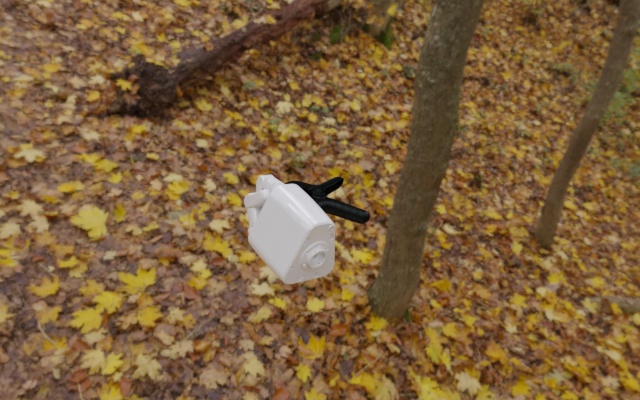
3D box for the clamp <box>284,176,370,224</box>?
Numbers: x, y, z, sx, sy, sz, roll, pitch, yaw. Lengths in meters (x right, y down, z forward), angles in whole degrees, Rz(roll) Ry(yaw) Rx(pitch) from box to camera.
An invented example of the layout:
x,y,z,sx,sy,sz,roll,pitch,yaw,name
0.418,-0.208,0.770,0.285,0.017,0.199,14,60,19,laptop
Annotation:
x,y,z,sx,sy,sz,roll,pitch,yaw,name
0.000,0.002,0.806,0.171,0.039,0.120,-8,36,-36,clamp
